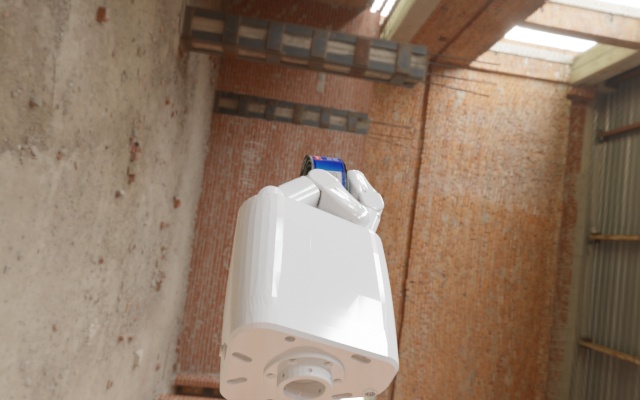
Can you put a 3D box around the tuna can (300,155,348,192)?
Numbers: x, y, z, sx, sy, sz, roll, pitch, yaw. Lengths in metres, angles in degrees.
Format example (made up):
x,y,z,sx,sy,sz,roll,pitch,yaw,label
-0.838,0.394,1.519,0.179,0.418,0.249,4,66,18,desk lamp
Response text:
x,y,z,sx,sy,sz,roll,pitch,yaw,label
0.001,0.001,0.444,0.034,0.086,0.086,4,-1,-10,tuna can
